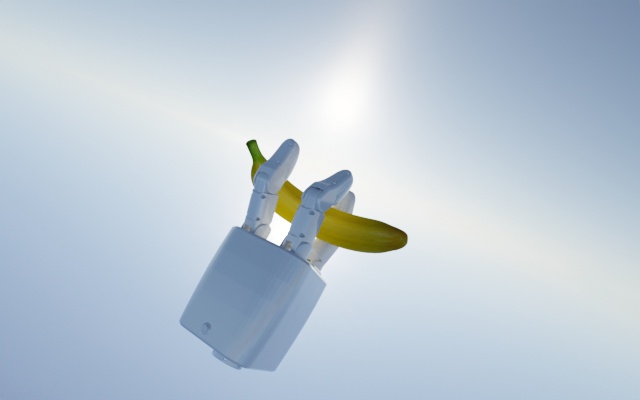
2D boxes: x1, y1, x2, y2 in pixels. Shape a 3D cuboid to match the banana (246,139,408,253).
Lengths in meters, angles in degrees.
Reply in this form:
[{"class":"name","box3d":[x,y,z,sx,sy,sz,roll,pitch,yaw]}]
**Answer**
[{"class":"banana","box3d":[-0.004,0.010,0.497,0.198,0.037,0.070,31,-31,16]}]
